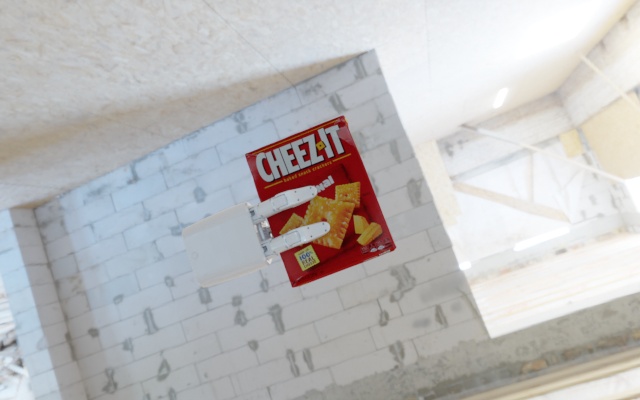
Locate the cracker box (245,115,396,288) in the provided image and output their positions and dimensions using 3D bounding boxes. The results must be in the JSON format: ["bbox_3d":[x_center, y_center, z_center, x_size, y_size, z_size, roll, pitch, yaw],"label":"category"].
[{"bbox_3d":[0.000,0.003,0.720,0.164,0.213,0.072,-21,-8,4],"label":"cracker box"}]
